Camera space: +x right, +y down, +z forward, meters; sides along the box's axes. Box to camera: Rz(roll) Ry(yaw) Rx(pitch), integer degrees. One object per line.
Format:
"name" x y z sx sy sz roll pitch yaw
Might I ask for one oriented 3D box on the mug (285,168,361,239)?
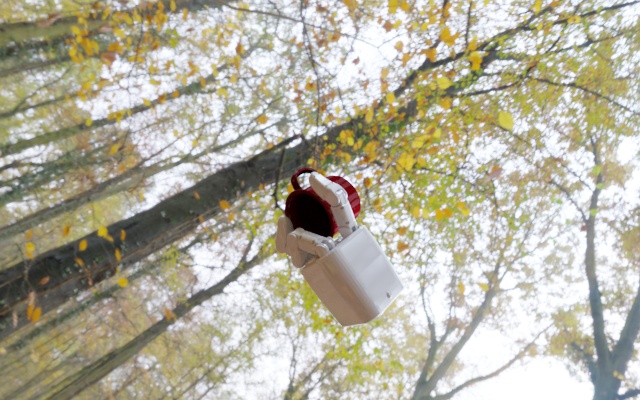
"mug" -0.001 0.001 0.720 0.081 0.117 0.093 -32 -4 -43
